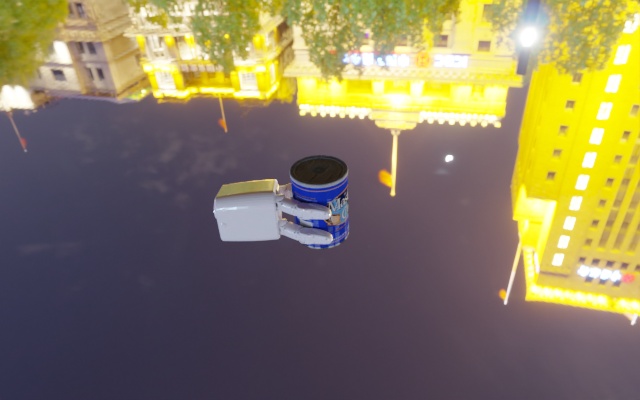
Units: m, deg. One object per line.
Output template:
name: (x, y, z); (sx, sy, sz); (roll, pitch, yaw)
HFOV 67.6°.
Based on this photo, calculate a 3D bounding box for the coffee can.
coffee can: (0.000, 0.003, 0.871); (0.103, 0.140, 0.102); (-2, 35, 2)
